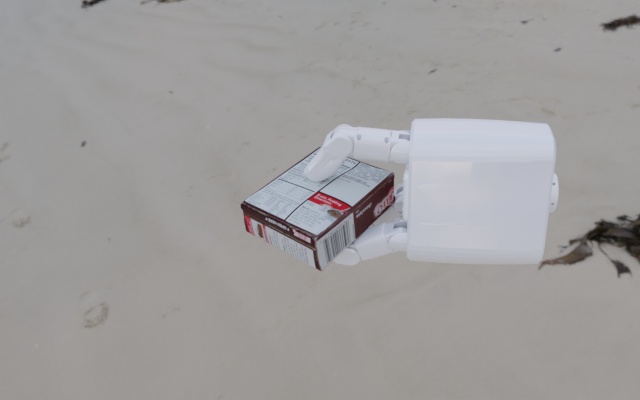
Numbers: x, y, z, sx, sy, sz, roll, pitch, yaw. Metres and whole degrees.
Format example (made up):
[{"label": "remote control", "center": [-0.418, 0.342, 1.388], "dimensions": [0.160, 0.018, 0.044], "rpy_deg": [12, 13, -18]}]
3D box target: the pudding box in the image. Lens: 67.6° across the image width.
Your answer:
[{"label": "pudding box", "center": [0.000, 0.001, 0.428], "dimensions": [0.090, 0.039, 0.113], "rpy_deg": [23, 44, 34]}]
